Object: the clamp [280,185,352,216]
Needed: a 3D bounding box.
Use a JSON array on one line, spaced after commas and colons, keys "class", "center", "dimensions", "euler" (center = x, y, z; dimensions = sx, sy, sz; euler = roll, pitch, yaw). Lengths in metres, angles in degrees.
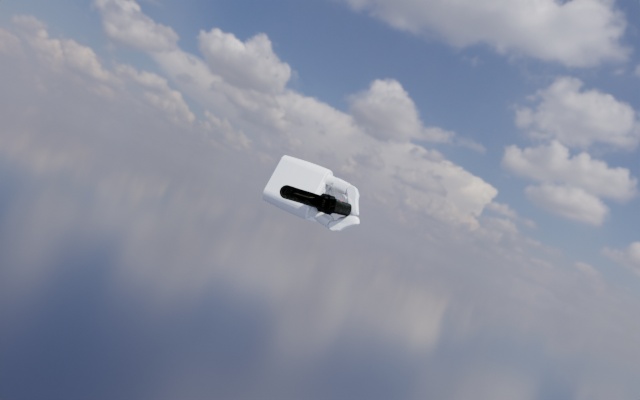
[{"class": "clamp", "center": [0.000, 0.002, 0.882], "dimensions": [0.120, 0.039, 0.171], "euler": [22, -1, 16]}]
